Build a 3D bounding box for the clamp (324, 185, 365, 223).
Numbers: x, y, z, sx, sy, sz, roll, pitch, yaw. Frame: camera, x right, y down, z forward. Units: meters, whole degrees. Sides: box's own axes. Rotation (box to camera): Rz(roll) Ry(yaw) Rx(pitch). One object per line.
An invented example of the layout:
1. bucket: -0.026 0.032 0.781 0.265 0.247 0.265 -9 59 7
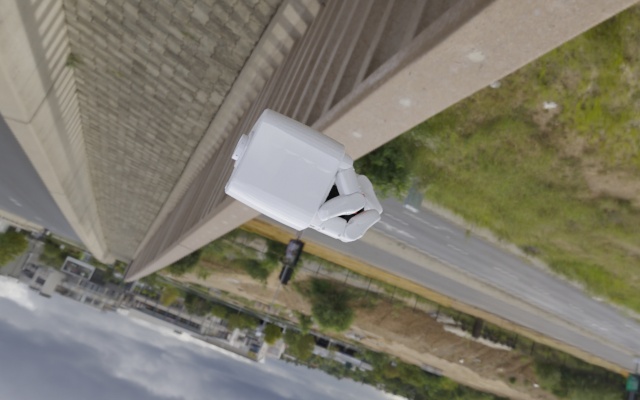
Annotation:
1. clamp: 0.000 0.003 0.673 0.120 0.039 0.171 26 -18 -14
